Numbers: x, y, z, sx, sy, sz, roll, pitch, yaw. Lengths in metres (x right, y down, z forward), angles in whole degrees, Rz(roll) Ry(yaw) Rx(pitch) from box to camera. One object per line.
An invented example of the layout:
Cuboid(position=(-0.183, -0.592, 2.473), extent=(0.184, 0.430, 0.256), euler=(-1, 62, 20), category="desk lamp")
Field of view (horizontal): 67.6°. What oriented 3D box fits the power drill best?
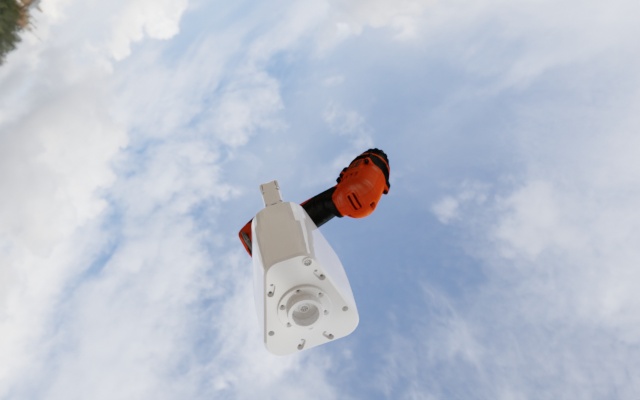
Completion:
Cuboid(position=(0.000, 0.002, 0.596), extent=(0.188, 0.057, 0.184), euler=(-31, 7, 21), category="power drill")
